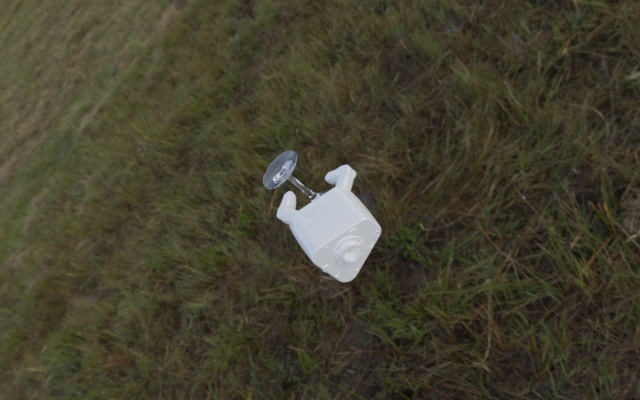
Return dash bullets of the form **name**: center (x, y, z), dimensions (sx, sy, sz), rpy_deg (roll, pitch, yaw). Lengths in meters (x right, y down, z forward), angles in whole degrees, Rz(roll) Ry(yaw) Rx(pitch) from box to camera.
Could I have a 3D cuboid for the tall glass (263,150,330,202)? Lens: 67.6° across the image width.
- **tall glass**: center (0.000, 0.002, 0.815), dimensions (0.201, 0.079, 0.079), rpy_deg (39, -23, -33)
